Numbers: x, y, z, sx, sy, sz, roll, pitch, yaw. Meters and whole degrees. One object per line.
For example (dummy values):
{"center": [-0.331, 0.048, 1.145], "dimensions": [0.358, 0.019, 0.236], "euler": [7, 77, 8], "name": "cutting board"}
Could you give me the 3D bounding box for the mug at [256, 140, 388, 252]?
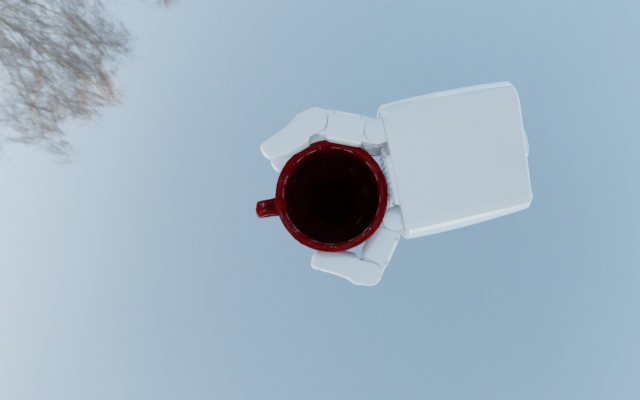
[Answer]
{"center": [-0.001, 0.002, 0.432], "dimensions": [0.117, 0.093, 0.081], "euler": [-12, -5, 3], "name": "mug"}
